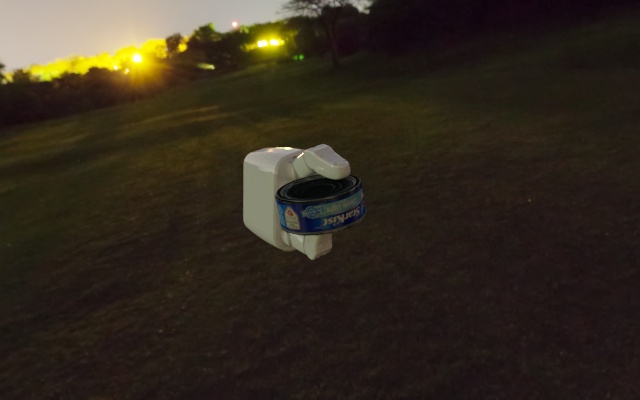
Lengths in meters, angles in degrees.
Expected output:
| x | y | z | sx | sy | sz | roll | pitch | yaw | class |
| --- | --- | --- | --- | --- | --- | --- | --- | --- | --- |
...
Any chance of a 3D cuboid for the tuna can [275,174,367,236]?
| x | y | z | sx | sy | sz | roll | pitch | yaw | class |
| --- | --- | --- | --- | --- | --- | --- | --- | --- | --- |
| 0.000 | 0.001 | 0.461 | 0.086 | 0.034 | 0.086 | -8 | 19 | 3 | tuna can |
